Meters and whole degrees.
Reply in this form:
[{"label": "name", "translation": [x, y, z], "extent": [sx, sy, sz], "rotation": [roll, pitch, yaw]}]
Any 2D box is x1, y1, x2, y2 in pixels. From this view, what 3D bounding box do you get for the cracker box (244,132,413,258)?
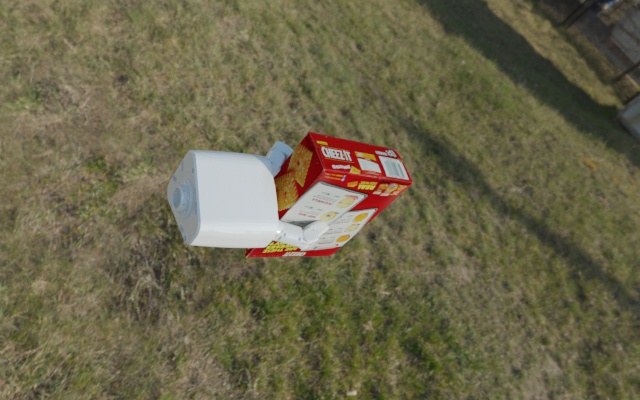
[{"label": "cracker box", "translation": [0.000, 0.002, 0.694], "extent": [0.164, 0.072, 0.214], "rotation": [5, -37, -38]}]
